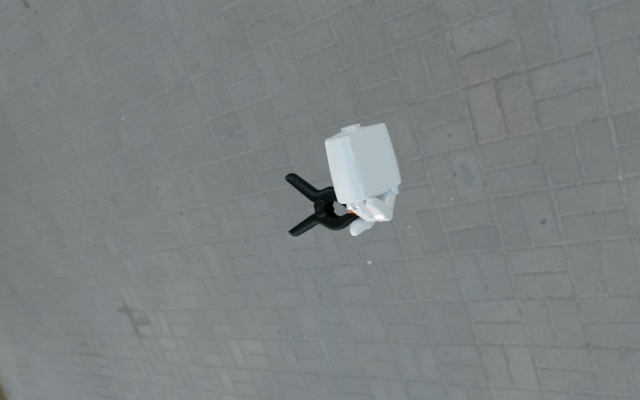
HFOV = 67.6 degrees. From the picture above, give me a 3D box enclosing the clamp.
[{"bbox_3d":[0.000,0.003,0.864,0.171,0.120,0.039,-7,11,35],"label":"clamp"}]
